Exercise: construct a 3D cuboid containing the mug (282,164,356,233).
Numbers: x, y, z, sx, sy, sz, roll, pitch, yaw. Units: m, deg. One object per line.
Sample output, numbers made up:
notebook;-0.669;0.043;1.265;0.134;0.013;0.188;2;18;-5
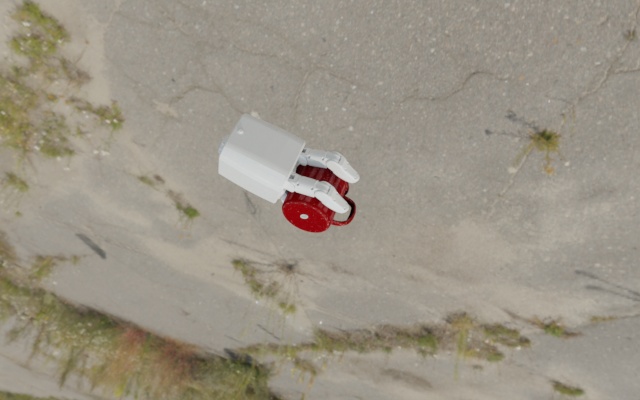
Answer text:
mug;0.001;0.003;0.759;0.117;0.081;0.093;26;-33;-4
